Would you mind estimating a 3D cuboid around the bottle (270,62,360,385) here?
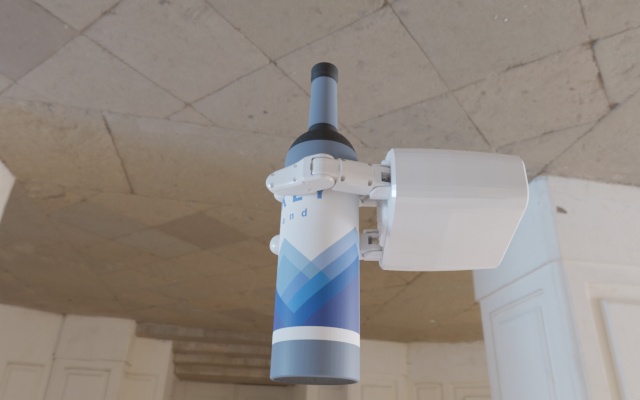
[{"bbox_3d":[0.000,0.002,0.417,0.069,0.295,0.069,1,-26,1],"label":"bottle"}]
